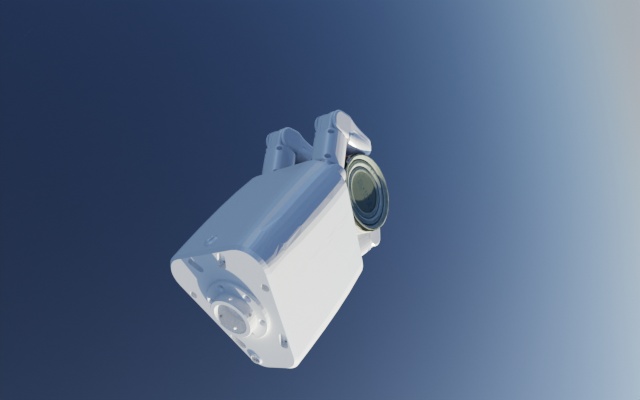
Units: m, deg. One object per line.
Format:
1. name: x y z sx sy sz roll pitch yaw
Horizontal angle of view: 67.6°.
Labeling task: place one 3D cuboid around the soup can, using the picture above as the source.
1. soup can: 0.001 0.001 0.424 0.102 0.068 0.068 -13 -8 38
